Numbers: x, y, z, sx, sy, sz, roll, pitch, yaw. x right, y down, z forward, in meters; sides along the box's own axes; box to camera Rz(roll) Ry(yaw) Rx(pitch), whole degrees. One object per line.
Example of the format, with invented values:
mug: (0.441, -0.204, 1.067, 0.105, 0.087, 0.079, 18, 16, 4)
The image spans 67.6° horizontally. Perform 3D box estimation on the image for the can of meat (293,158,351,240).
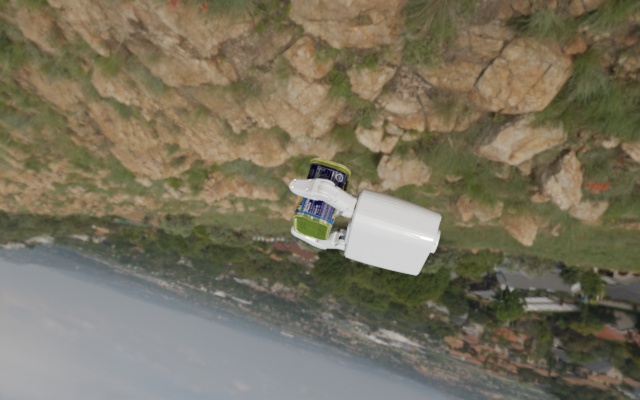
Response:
can of meat: (0.000, 0.002, 0.656, 0.057, 0.084, 0.102, 17, -18, 3)
